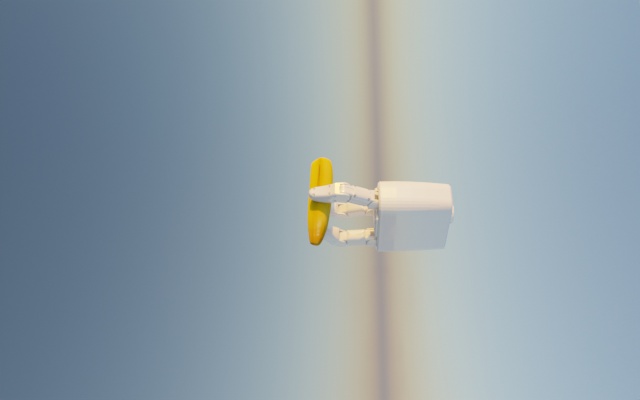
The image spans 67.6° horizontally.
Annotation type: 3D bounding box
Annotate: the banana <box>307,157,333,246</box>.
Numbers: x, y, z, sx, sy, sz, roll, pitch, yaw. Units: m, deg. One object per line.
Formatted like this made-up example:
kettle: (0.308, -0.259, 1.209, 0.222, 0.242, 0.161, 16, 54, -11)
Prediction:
banana: (0.001, -0.015, 0.750, 0.037, 0.070, 0.197, 2, 35, 0)
